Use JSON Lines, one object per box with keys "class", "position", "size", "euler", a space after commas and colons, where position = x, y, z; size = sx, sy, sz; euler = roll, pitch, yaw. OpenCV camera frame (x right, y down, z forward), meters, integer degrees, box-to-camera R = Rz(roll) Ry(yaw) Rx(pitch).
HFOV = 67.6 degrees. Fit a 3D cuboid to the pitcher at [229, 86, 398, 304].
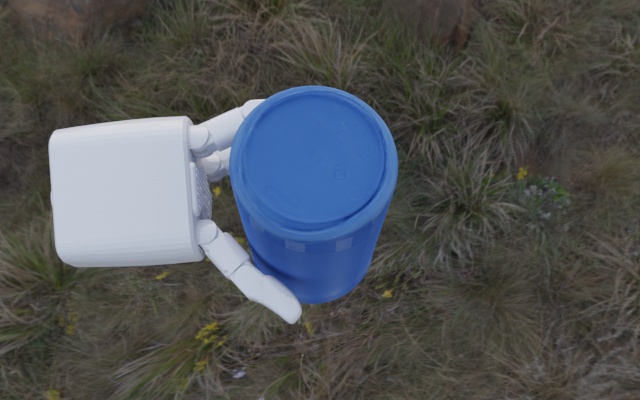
{"class": "pitcher", "position": [0.000, 0.001, 0.411], "size": [0.145, 0.149, 0.243], "euler": [-2, -18, -2]}
